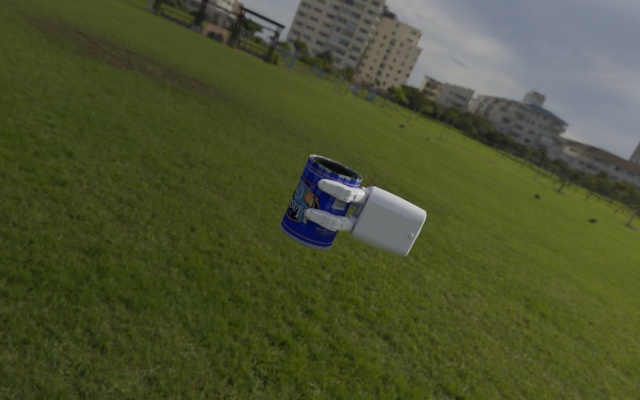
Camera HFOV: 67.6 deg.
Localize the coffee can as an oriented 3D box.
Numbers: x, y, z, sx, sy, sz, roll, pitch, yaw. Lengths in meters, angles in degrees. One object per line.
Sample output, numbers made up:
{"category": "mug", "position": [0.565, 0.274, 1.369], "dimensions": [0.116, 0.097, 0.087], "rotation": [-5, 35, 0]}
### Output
{"category": "coffee can", "position": [0.000, 0.003, 0.853], "dimensions": [0.103, 0.140, 0.102], "rotation": [22, 15, -6]}
